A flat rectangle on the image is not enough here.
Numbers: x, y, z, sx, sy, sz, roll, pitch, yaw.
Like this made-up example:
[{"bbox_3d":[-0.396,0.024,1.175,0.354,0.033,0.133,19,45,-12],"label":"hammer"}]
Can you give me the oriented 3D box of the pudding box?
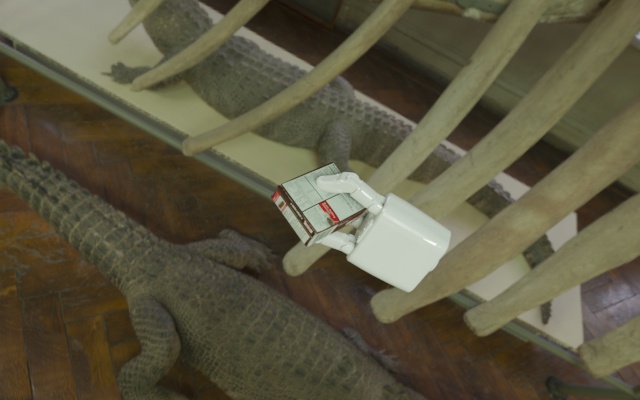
[{"bbox_3d":[0.000,0.002,0.681,0.113,0.090,0.039,-25,-19,-41],"label":"pudding box"}]
